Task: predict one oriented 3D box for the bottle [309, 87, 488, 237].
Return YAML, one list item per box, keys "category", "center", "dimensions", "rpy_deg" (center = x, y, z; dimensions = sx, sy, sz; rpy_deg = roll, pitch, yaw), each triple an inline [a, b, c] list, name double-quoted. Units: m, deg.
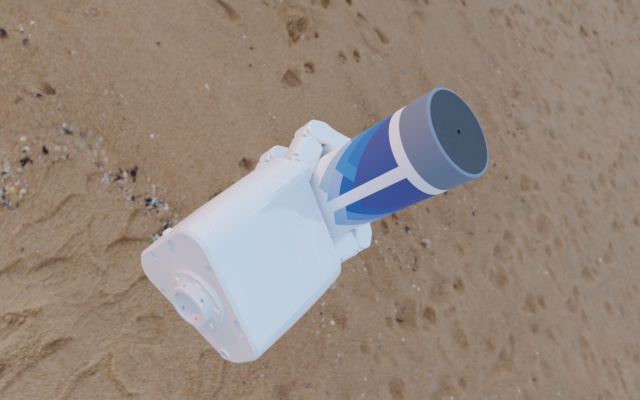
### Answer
- category: "bottle"
  center: [0.000, 0.001, 0.422]
  dimensions: [0.069, 0.069, 0.296]
  rpy_deg: [0, -19, -42]
